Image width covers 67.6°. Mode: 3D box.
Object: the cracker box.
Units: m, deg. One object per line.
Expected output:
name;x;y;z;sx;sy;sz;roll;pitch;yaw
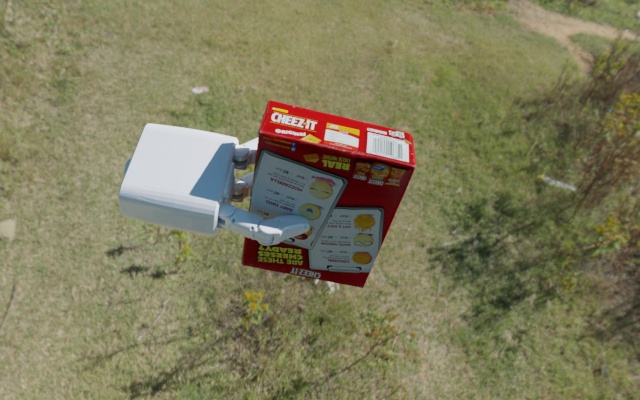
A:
cracker box;0.000;0.002;0.566;0.164;0.214;0.072;12;43;-4
